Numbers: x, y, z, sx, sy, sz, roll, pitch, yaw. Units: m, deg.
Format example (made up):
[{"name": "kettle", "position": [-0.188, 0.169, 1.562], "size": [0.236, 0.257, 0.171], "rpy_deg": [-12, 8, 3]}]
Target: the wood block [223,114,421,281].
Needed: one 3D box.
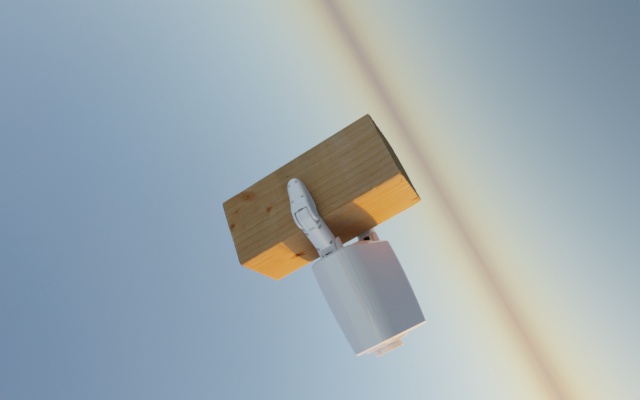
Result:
[{"name": "wood block", "position": [0.000, 0.002, 0.569], "size": [0.206, 0.090, 0.091], "rpy_deg": [-30, -31, 13]}]
